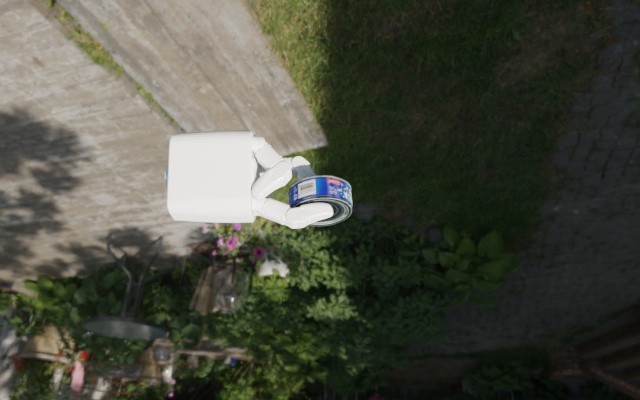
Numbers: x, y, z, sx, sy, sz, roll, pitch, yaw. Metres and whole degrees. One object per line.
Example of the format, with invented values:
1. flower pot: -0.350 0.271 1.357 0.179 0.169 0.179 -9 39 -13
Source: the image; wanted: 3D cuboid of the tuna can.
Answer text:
1. tuna can: 0.000 0.003 0.640 0.086 0.033 0.086 -3 -29 -1
